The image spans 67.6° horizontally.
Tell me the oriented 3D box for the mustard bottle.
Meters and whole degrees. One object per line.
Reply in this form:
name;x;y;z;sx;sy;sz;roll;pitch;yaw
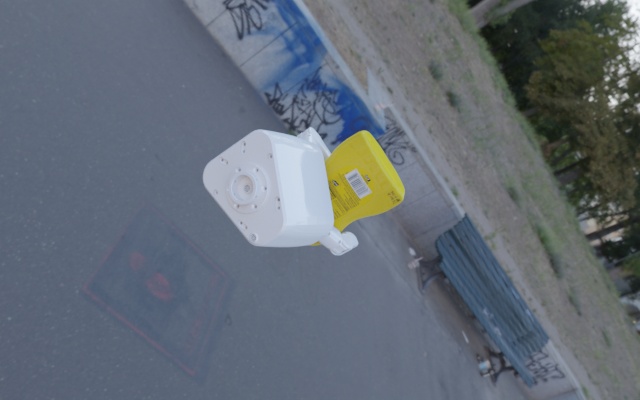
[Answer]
mustard bottle;0.000;0.002;0.590;0.192;0.096;0.058;-31;10;21
